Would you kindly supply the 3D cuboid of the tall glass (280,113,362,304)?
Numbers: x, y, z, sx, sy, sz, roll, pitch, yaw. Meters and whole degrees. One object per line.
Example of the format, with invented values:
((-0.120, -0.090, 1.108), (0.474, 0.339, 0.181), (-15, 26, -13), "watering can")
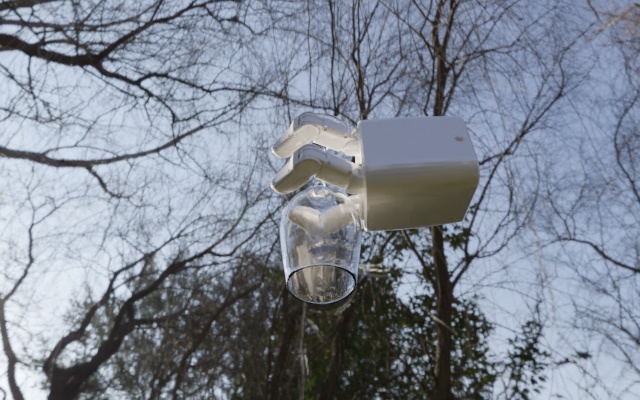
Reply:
((0.000, 0.001, 0.481), (0.079, 0.200, 0.079), (0, -44, 0), "tall glass")
